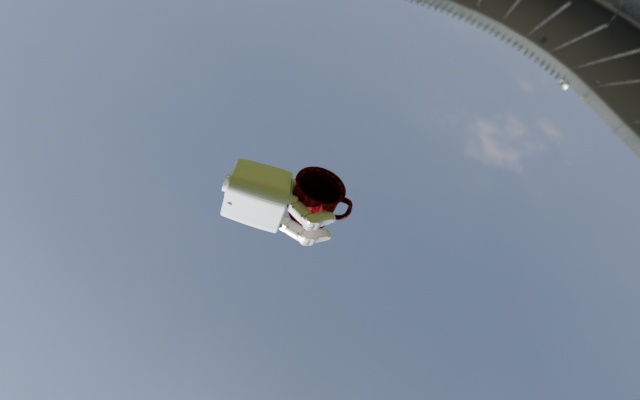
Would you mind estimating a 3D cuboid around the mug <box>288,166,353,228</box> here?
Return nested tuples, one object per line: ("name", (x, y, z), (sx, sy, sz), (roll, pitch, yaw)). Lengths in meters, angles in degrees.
("mug", (0.001, 0.003, 0.866), (0.117, 0.093, 0.081), (17, -47, -8))
